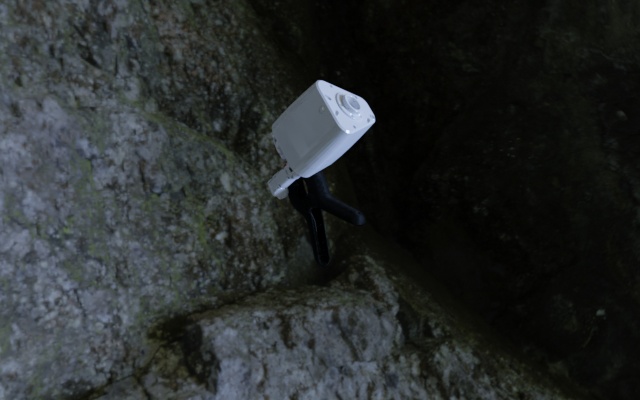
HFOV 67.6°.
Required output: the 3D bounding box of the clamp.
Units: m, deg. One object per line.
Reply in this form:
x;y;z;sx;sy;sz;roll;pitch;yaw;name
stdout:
0.000;0.002;0.727;0.039;0.171;0.120;-9;-24;-49;clamp
